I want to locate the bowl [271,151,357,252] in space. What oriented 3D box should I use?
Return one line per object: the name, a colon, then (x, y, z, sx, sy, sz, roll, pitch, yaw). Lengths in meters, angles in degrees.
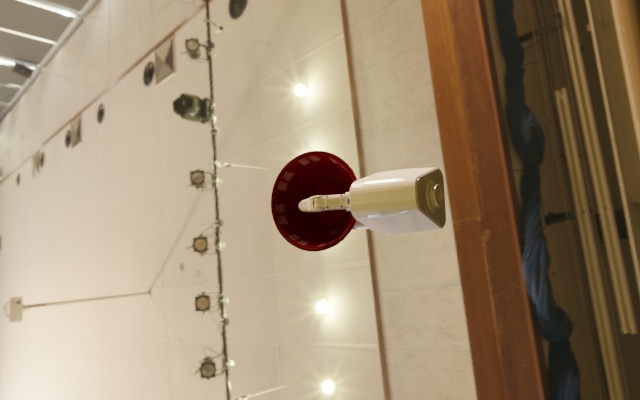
bowl: (-0.001, 0.002, 0.784, 0.162, 0.162, 0.055, 0, -5, 26)
